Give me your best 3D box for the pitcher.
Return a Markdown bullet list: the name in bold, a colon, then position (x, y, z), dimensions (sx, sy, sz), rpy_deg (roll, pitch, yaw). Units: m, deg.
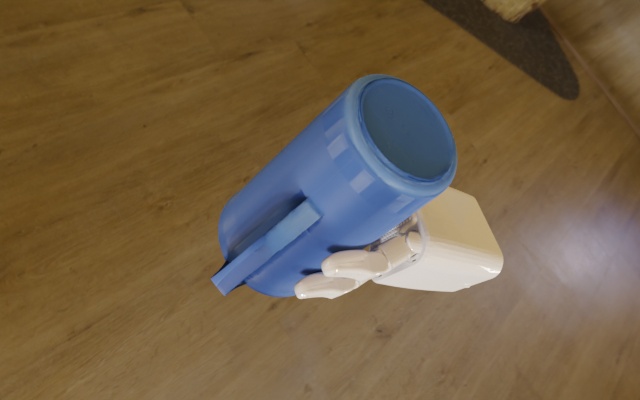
- **pitcher**: position (0.000, 0.001, 0.440), dimensions (0.145, 0.149, 0.243), rpy_deg (14, -31, -26)
